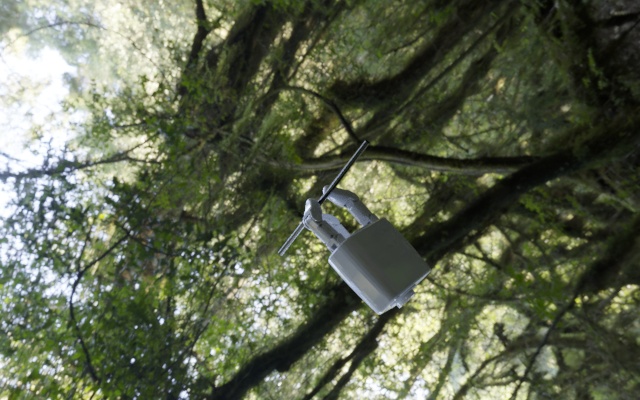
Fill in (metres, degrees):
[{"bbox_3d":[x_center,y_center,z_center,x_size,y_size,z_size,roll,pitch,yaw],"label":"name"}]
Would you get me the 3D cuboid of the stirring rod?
[{"bbox_3d":[0.000,0.002,0.723,0.011,0.240,0.011,29,28,-17],"label":"stirring rod"}]
